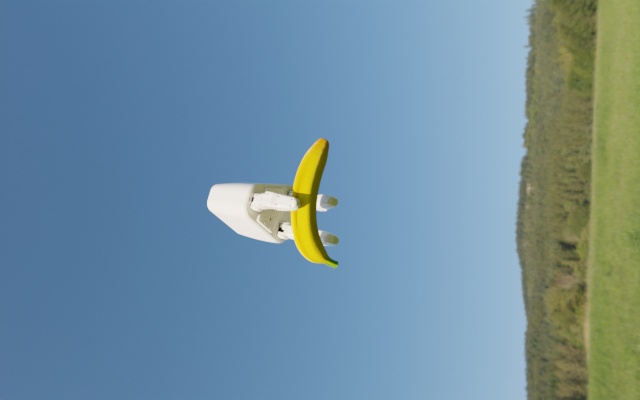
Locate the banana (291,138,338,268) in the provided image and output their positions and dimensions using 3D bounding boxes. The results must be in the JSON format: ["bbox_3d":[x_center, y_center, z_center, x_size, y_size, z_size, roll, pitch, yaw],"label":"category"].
[{"bbox_3d":[-0.013,0.008,0.705,0.069,0.198,0.037,-10,10,-42],"label":"banana"}]
